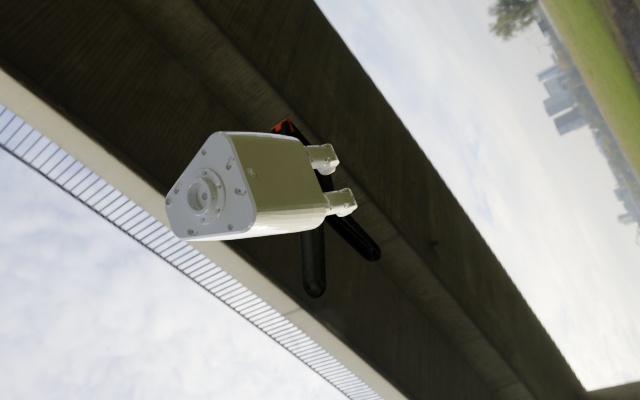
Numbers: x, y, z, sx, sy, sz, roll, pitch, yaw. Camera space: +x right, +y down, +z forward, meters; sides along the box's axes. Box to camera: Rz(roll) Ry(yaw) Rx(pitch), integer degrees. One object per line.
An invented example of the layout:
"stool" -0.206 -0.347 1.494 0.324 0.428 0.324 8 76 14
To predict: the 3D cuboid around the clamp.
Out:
"clamp" -0.001 0.002 0.573 0.036 0.210 0.164 -28 -13 30
